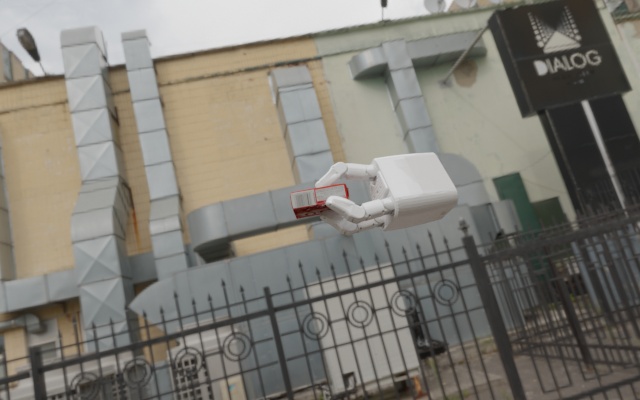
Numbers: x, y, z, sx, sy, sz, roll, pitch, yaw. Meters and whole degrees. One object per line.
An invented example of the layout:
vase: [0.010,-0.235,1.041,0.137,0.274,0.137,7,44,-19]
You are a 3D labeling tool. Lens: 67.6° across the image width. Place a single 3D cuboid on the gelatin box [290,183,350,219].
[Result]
gelatin box: [0.000,0.002,0.752,0.089,0.030,0.073,-10,-13,0]
